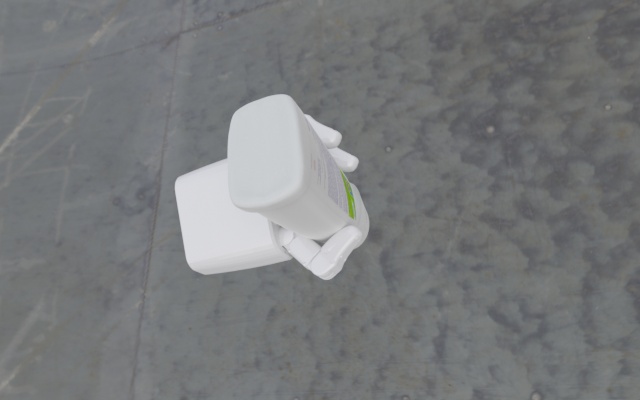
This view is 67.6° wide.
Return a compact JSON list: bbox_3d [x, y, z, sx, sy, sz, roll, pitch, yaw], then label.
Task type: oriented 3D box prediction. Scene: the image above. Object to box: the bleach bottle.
[{"bbox_3d":[0.000,0.001,0.481,0.068,0.102,0.251,-14,-26,18],"label":"bleach bottle"}]
